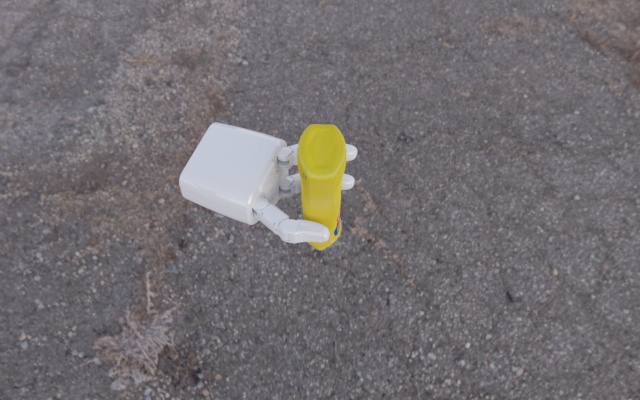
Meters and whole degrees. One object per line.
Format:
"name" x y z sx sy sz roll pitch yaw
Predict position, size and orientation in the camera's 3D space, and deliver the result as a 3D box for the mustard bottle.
"mustard bottle" 0.000 0.002 0.621 0.058 0.096 0.192 0 -42 -1
